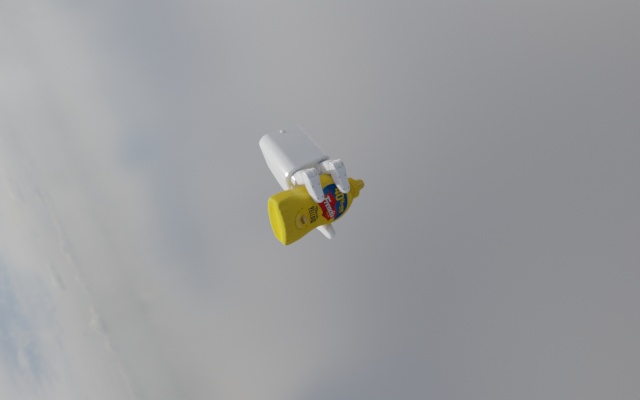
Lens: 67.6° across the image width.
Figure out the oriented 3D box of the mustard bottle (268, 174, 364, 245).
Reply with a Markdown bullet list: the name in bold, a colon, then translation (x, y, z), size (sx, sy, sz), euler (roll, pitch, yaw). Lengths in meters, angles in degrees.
- **mustard bottle**: translation (0.000, 0.003, 0.876), size (0.191, 0.096, 0.058), euler (-25, 35, -25)
